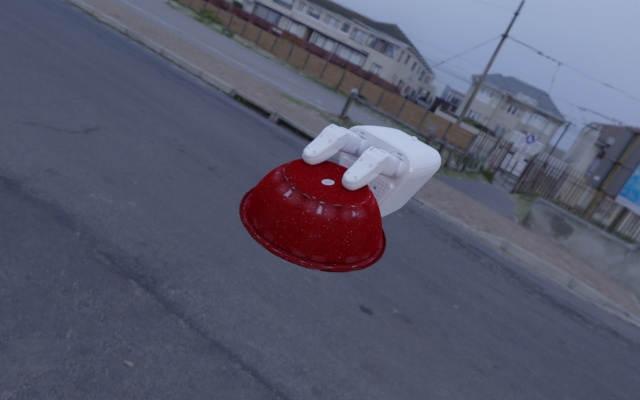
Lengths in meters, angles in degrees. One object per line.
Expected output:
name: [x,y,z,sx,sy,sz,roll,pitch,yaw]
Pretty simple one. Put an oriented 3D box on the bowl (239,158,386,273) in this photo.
bowl: [0.000,0.002,0.495,0.162,0.055,0.162,13,30,-8]
